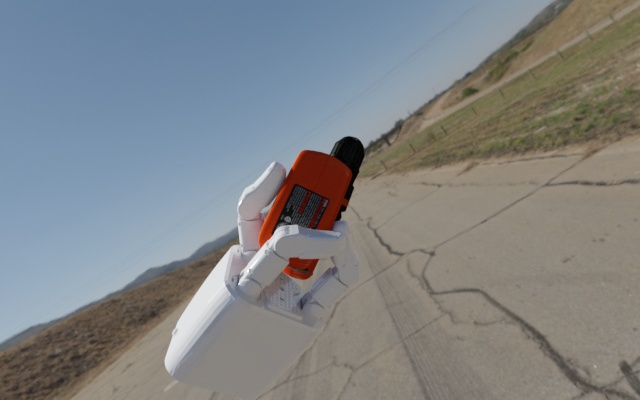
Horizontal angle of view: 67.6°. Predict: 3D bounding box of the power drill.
[{"bbox_3d":[0.000,0.002,0.509,0.057,0.184,0.187,23,-3,7],"label":"power drill"}]
